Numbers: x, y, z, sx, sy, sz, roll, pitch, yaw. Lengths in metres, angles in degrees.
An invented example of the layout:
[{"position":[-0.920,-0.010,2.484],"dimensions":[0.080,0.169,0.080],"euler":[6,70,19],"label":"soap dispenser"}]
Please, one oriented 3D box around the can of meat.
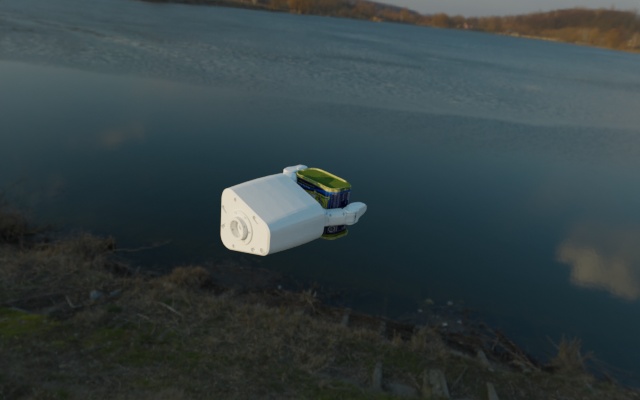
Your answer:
[{"position":[0.000,0.002,0.766],"dimensions":[0.057,0.084,0.102],"euler":[-15,30,-41],"label":"can of meat"}]
